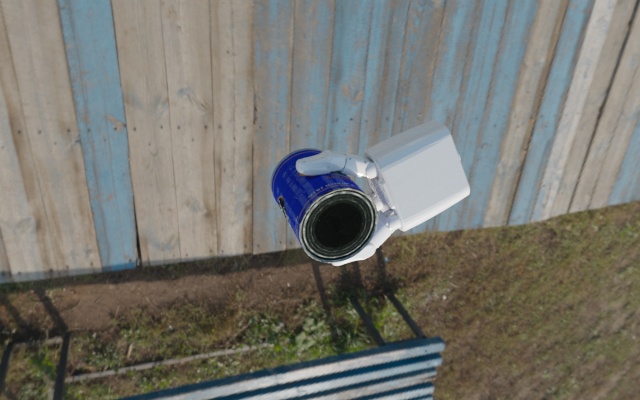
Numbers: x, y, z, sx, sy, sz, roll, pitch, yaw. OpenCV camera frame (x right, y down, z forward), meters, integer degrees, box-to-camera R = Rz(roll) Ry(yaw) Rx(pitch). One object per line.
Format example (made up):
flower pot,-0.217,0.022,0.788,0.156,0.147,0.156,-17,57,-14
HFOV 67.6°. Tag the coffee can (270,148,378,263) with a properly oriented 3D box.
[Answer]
coffee can,0.000,0.002,0.630,0.103,0.103,0.140,0,25,-22
